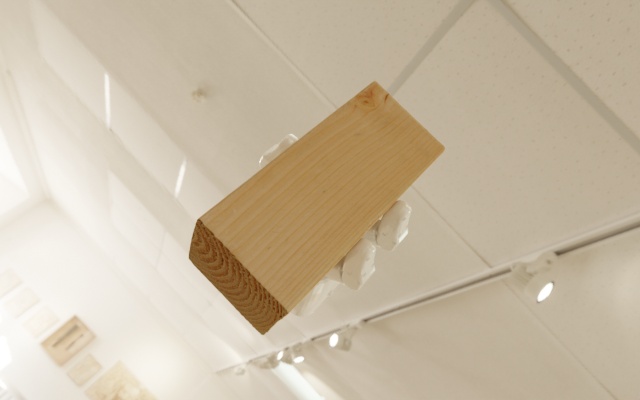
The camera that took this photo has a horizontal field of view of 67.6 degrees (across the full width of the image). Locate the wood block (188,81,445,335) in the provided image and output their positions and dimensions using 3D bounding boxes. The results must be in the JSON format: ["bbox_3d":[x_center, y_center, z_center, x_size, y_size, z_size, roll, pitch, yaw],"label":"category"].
[{"bbox_3d":[0.000,0.001,0.405,0.206,0.091,0.090,-43,-6,-31],"label":"wood block"}]
